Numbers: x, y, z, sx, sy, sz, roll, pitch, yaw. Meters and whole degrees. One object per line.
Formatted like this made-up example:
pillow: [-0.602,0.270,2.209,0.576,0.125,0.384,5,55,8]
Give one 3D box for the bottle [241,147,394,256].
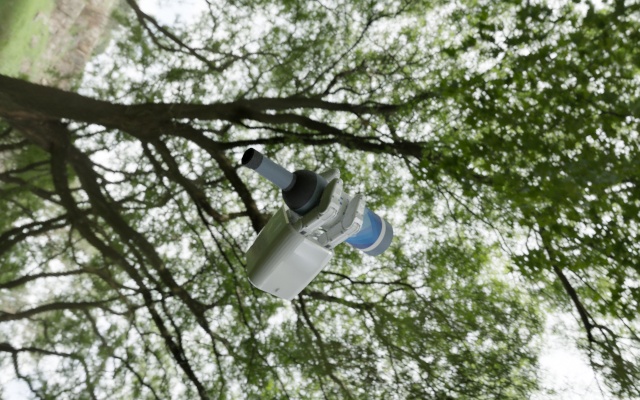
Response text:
bottle: [0.000,0.002,0.729,0.069,0.069,0.296,0,-25,47]
